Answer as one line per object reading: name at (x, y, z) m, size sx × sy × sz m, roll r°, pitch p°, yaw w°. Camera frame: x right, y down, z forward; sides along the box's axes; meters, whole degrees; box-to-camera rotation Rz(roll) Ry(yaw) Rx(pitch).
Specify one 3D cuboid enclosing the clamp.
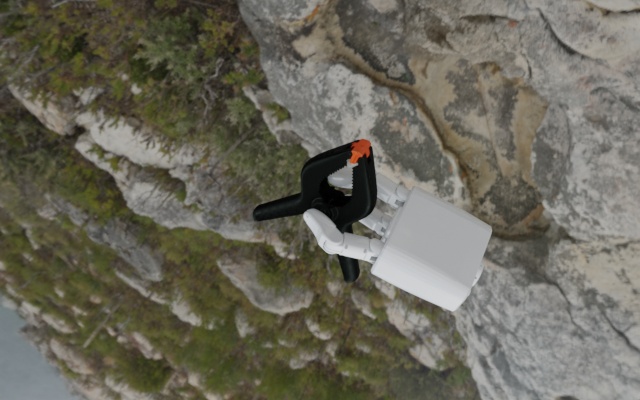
clamp at (0.000, 0.002, 0.577) m, size 0.164 × 0.210 × 0.036 m, roll 28°, pitch 46°, yaw 8°
